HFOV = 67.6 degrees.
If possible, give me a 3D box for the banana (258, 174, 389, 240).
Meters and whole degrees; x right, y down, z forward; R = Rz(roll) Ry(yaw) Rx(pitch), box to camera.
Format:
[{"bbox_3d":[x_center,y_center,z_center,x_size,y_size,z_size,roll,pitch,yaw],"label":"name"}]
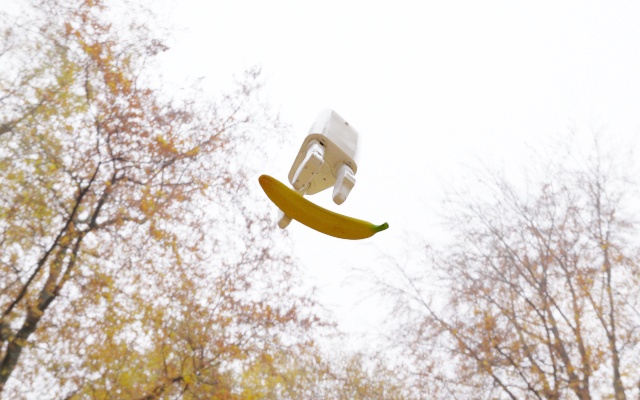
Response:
[{"bbox_3d":[-0.001,0.017,0.697,0.198,0.070,0.037,20,42,1],"label":"banana"}]
